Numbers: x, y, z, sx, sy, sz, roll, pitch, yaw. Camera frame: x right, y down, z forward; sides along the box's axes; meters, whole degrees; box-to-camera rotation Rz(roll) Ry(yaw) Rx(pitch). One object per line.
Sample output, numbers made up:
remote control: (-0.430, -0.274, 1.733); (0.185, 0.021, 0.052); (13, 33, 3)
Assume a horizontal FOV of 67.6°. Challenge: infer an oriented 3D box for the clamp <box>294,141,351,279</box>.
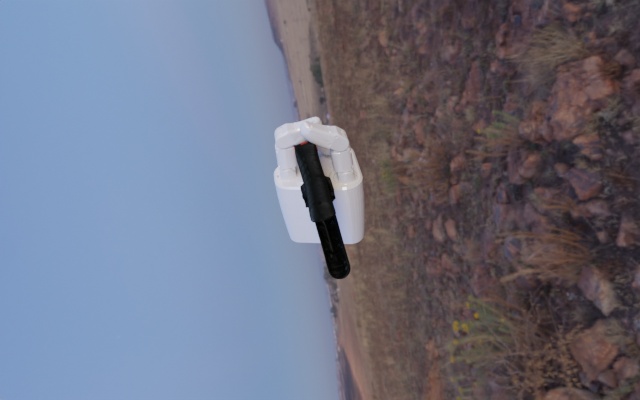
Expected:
clamp: (-0.001, 0.002, 0.538); (0.039, 0.120, 0.171); (-10, 41, -1)
